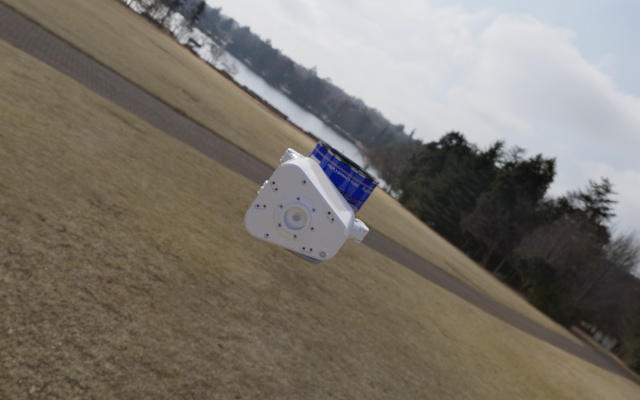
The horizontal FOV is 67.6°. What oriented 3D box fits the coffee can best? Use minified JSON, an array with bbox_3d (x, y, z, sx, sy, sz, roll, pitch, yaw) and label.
[{"bbox_3d":[0.000,0.002,0.666,0.103,0.140,0.103,34,9,-7],"label":"coffee can"}]
